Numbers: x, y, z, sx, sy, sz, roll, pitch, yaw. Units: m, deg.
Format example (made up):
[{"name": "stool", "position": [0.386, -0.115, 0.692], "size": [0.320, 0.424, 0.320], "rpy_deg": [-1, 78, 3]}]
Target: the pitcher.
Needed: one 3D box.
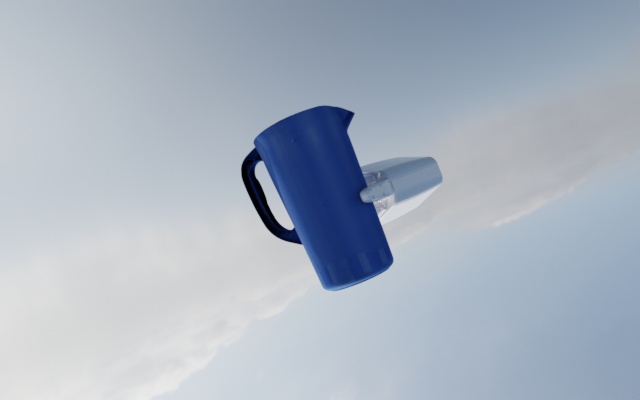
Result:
[{"name": "pitcher", "position": [0.000, 0.002, 0.678], "size": [0.145, 0.243, 0.149], "rpy_deg": [-20, -4, -31]}]
